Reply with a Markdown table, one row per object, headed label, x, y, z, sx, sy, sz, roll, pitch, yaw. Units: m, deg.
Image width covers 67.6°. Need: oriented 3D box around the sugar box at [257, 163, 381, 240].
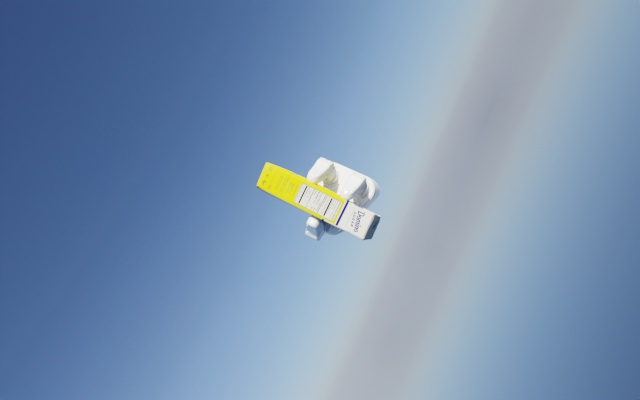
| label | x | y | z | sx | sy | sz | roll | pitch | yaw |
| --- | --- | --- | --- | --- | --- | --- | --- | --- | --- |
| sugar box | 0.000 | 0.002 | 0.709 | 0.176 | 0.048 | 0.093 | 24 | 2 | 13 |
